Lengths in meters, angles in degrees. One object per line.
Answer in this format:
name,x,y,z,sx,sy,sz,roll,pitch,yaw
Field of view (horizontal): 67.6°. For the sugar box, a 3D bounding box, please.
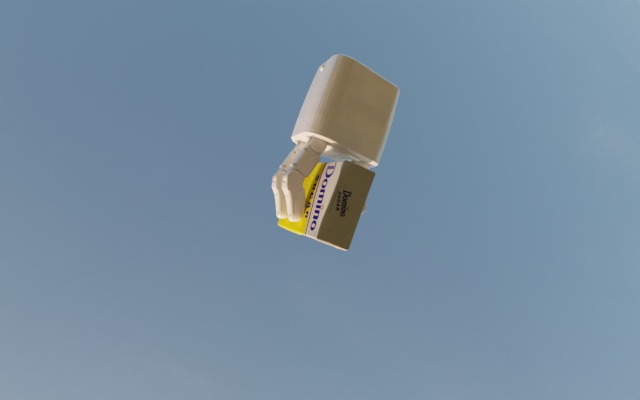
sugar box,0.000,0.002,0.587,0.048,0.093,0.176,21,-5,-16
